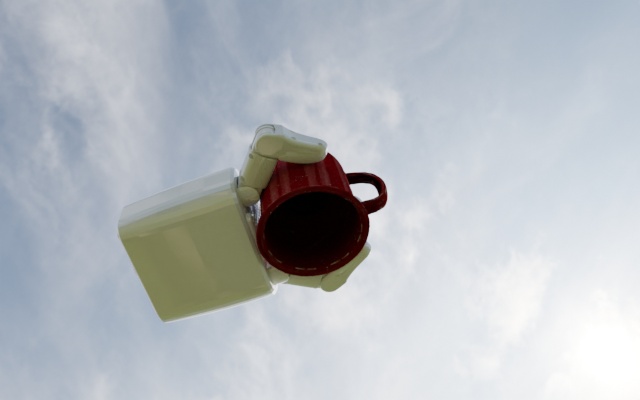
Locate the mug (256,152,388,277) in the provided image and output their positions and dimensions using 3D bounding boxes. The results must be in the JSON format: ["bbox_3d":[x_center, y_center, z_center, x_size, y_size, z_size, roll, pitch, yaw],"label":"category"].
[{"bbox_3d":[0.001,0.001,0.417,0.117,0.093,0.081,-17,36,2],"label":"mug"}]
